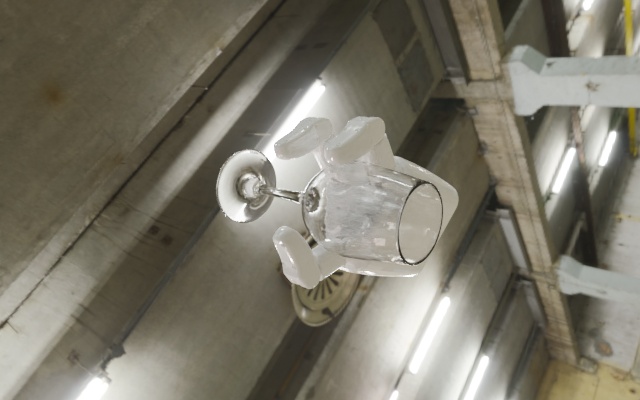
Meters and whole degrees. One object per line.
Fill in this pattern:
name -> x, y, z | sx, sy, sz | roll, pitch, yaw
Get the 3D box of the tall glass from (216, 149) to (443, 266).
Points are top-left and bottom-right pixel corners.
tall glass -> -0.001, 0.001, 0.408 | 0.201, 0.079, 0.079 | 12, 8, 42
